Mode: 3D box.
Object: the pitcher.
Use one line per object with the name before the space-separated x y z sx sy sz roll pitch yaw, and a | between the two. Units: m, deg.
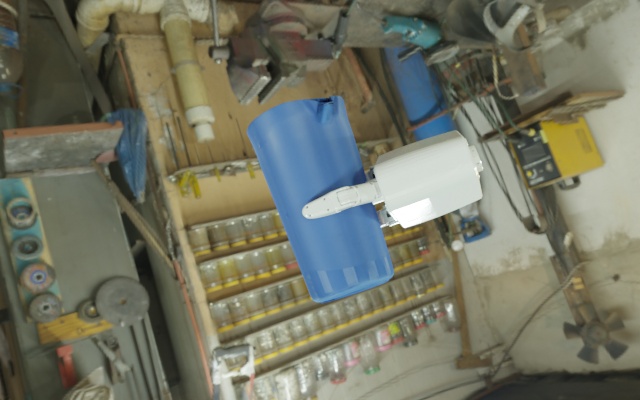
pitcher | 0.000 0.002 0.616 0.145 0.243 0.149 -21 -9 14
